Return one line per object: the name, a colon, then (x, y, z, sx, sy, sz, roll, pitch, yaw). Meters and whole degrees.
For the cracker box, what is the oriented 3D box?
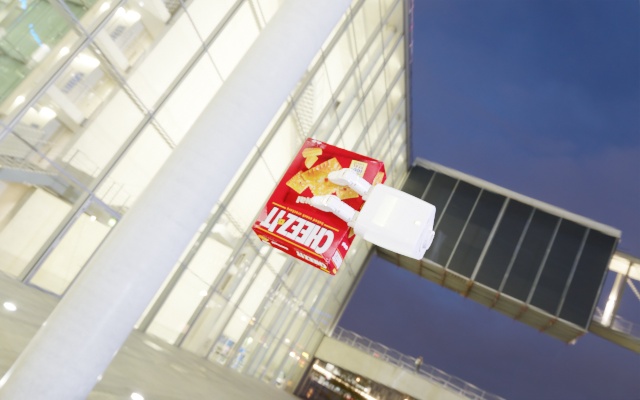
cracker box: (0.000, 0.003, 0.868, 0.164, 0.213, 0.072, 22, -20, 23)
